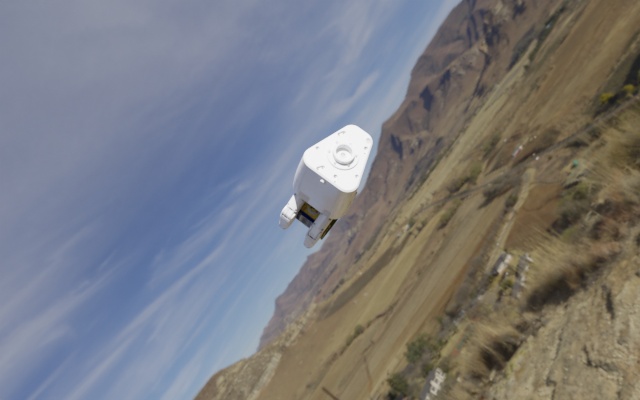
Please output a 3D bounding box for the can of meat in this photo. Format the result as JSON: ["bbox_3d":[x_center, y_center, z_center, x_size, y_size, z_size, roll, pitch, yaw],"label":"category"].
[{"bbox_3d":[0.000,0.002,0.835,0.084,0.102,0.057,36,-20,5],"label":"can of meat"}]
